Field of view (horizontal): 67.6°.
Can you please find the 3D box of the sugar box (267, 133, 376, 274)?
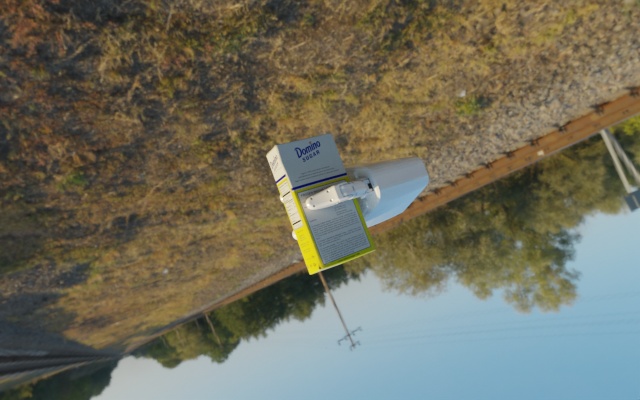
[{"bbox_3d":[0.000,0.002,0.655,0.093,0.176,0.048,-16,-10,-30],"label":"sugar box"}]
